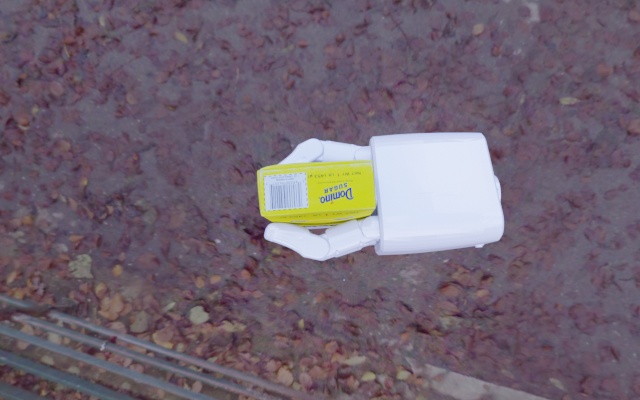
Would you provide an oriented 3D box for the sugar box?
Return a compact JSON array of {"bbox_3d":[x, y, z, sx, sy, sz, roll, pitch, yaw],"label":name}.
[{"bbox_3d":[0.000,0.002,0.456,0.093,0.048,0.176,-3,-10,2],"label":"sugar box"}]
